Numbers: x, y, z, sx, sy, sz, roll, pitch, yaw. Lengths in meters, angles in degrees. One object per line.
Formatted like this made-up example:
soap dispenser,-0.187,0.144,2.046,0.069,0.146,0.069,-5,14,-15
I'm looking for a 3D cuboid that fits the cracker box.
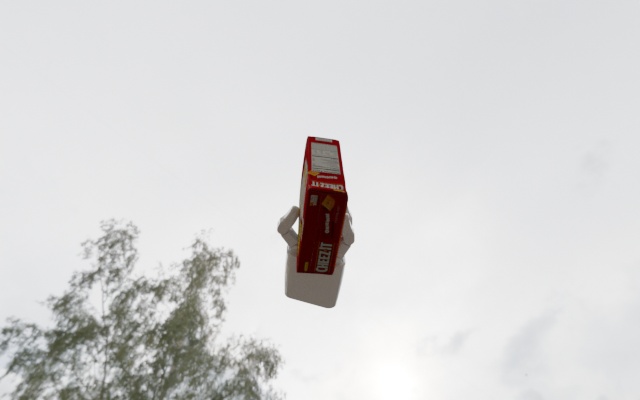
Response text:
cracker box,0.000,0.003,0.851,0.072,0.164,0.213,5,30,-5
